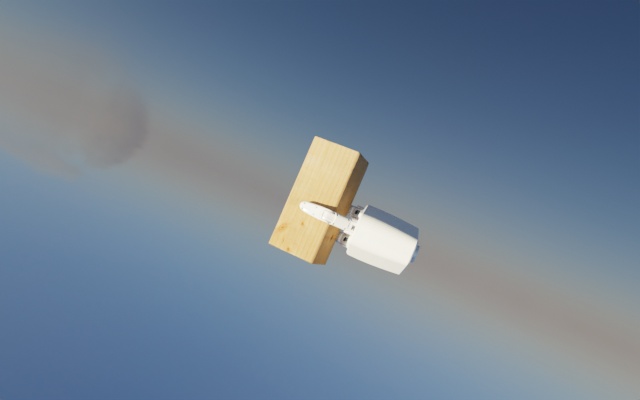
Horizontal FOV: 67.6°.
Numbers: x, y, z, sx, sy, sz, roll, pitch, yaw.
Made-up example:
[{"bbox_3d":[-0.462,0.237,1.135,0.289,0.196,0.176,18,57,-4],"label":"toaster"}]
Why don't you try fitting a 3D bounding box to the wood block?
[{"bbox_3d":[0.000,0.003,0.860,0.090,0.206,0.091,23,-2,18],"label":"wood block"}]
